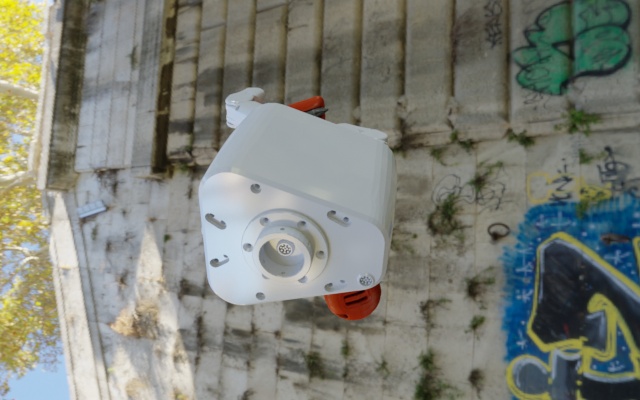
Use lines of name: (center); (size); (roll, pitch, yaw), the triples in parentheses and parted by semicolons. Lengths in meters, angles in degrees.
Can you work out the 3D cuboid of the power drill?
power drill: (0.000, 0.001, 0.451); (0.057, 0.188, 0.184); (-20, 9, -4)
